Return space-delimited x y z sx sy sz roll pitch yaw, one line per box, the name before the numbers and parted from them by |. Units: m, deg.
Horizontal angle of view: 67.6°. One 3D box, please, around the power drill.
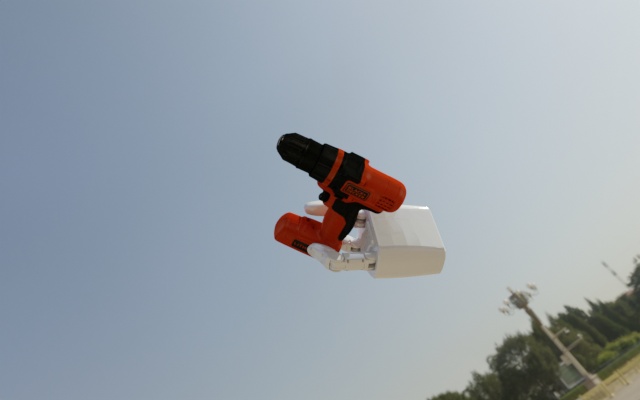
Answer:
power drill | 0.000 0.003 0.674 0.184 0.057 0.188 26 -43 -9
